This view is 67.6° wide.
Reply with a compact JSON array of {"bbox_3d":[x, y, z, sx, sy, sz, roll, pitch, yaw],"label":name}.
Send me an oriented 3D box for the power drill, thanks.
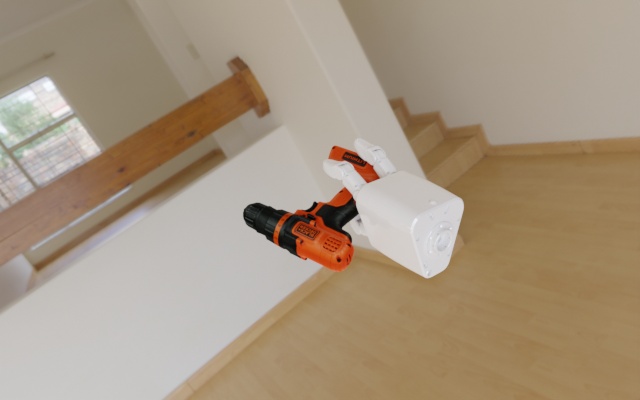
[{"bbox_3d":[0.001,0.002,0.717,0.184,0.187,0.057,24,-30,25],"label":"power drill"}]
